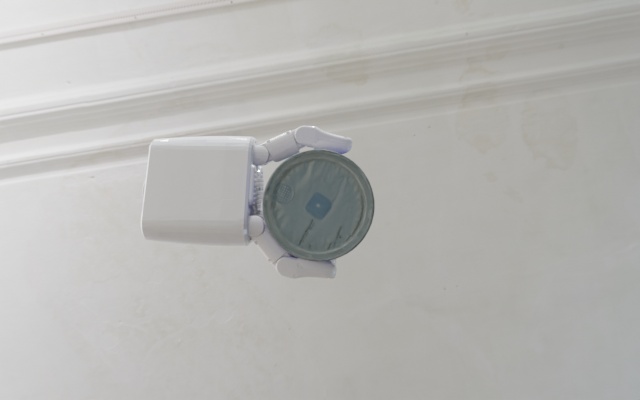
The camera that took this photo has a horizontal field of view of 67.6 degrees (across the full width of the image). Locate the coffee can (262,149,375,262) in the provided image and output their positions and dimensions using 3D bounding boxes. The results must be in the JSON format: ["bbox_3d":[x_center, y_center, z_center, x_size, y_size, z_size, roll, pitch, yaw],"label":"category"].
[{"bbox_3d":[0.000,0.002,0.502,0.103,0.103,0.140,0,3,2],"label":"coffee can"}]
